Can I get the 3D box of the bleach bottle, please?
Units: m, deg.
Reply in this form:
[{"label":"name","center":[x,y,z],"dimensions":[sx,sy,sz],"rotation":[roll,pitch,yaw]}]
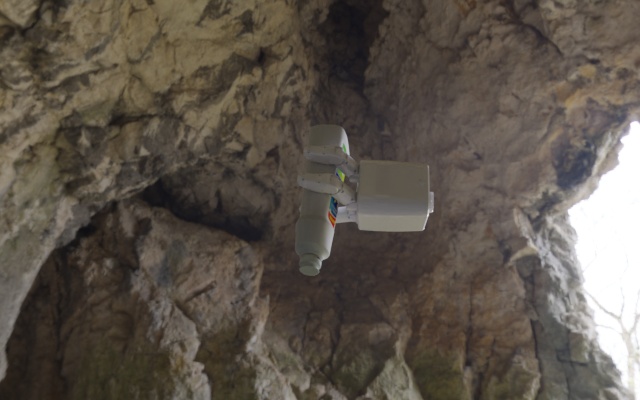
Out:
[{"label":"bleach bottle","center":[0.000,0.002,0.742],"dimensions":[0.068,0.250,0.103],"rotation":[2,-36,9]}]
